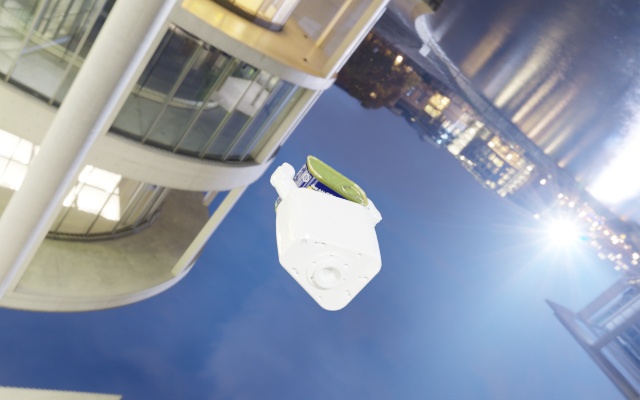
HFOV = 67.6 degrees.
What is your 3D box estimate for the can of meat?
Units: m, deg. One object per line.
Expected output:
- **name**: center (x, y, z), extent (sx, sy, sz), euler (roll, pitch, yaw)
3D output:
- **can of meat**: center (0.000, 0.002, 0.659), extent (0.102, 0.084, 0.057), euler (32, 21, -23)
